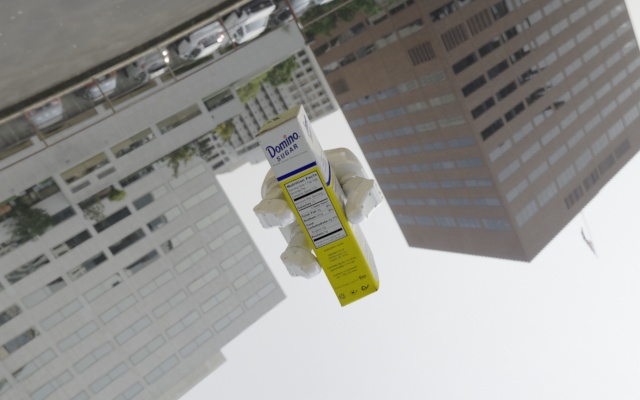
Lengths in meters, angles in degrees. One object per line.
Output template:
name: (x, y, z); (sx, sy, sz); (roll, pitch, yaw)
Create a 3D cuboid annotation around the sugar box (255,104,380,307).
sugar box: (0.000, 0.002, 0.451); (0.048, 0.176, 0.093); (-26, 15, 8)
